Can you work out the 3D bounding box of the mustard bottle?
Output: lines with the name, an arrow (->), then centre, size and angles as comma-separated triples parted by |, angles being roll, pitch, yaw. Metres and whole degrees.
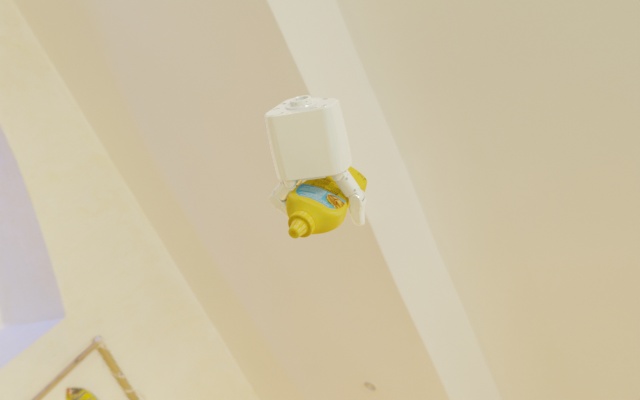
mustard bottle -> 0.000, 0.003, 0.766 | 0.096, 0.058, 0.191 | 24, 36, 13
